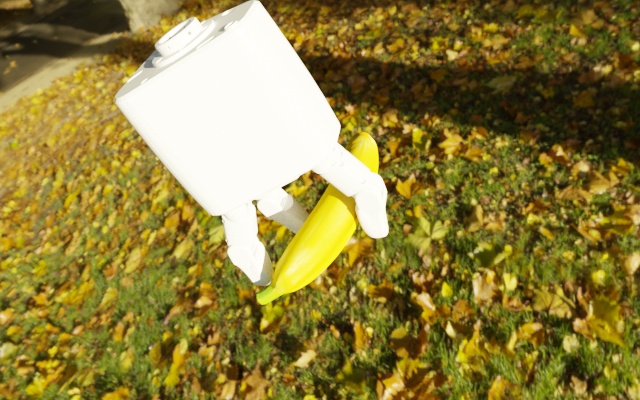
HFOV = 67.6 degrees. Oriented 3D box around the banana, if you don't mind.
[{"bbox_3d":[0.011,0.004,0.416,0.069,0.197,0.037,-2,-43,50],"label":"banana"}]
